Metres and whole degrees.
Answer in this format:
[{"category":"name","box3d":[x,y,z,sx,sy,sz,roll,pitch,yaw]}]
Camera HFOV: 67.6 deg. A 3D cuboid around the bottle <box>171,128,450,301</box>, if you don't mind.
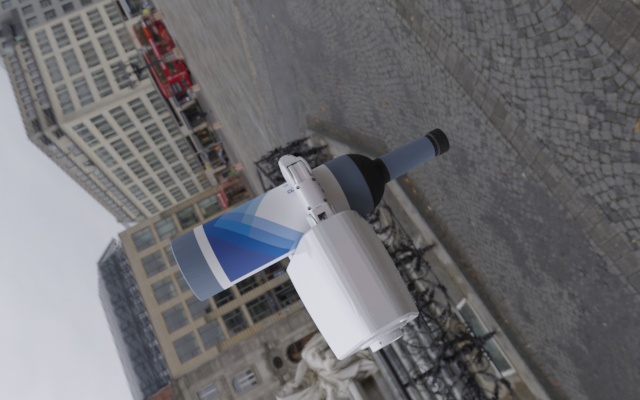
[{"category":"bottle","box3d":[0.000,0.002,0.484,0.295,0.069,0.069,-27,4,-9]}]
